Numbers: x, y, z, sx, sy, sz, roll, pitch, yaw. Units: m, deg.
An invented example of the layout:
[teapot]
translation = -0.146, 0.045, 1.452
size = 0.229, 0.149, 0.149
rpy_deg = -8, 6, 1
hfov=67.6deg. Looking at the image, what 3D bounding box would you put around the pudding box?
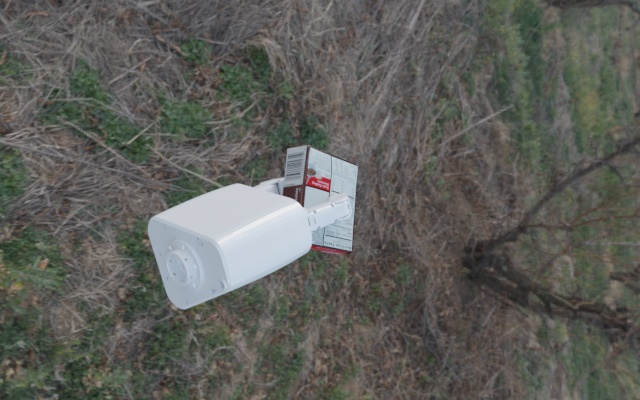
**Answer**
[pudding box]
translation = 0.000, 0.002, 0.551
size = 0.039, 0.113, 0.090
rpy_deg = -4, -14, 43
